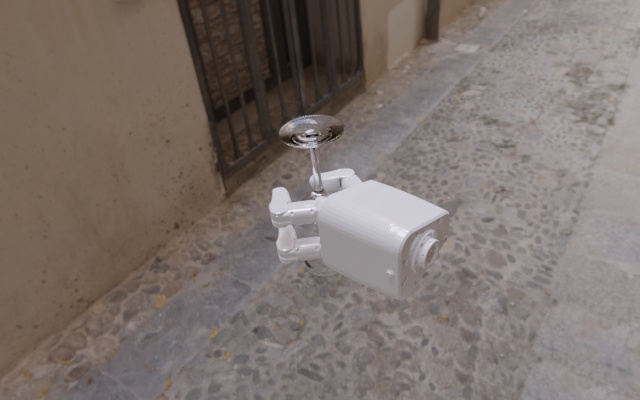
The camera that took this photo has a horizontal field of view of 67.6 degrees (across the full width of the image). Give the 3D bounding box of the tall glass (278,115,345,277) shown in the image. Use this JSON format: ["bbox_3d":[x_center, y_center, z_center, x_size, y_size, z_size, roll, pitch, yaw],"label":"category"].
[{"bbox_3d":[0.000,0.001,0.587,0.079,0.201,0.079,-4,36,3],"label":"tall glass"}]
